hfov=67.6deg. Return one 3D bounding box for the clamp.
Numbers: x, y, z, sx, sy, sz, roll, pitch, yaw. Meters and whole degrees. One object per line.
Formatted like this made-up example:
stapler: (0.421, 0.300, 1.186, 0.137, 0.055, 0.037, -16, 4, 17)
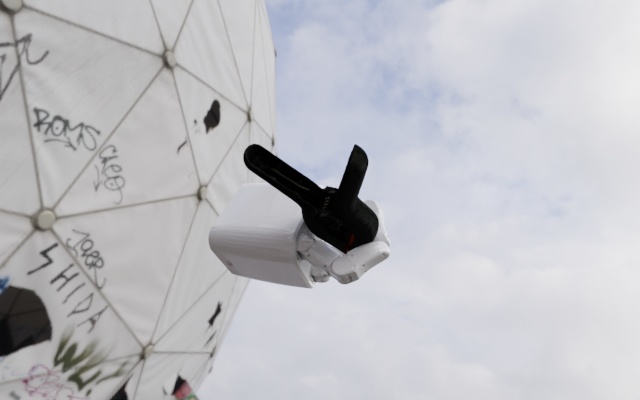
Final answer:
clamp: (0.000, 0.001, 0.462, 0.120, 0.039, 0.172, 15, -31, 26)
